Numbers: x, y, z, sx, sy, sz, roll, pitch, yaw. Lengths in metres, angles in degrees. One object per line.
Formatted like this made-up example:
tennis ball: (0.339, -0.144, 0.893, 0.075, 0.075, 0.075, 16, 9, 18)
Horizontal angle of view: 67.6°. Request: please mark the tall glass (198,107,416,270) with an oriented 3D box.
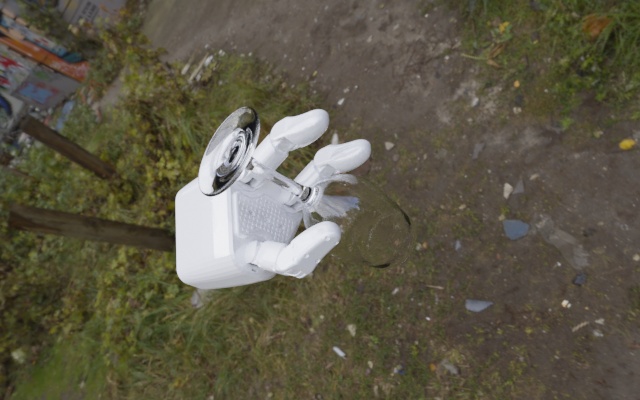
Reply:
tall glass: (0.000, 0.001, 0.414, 0.201, 0.079, 0.079, 29, -18, -36)
